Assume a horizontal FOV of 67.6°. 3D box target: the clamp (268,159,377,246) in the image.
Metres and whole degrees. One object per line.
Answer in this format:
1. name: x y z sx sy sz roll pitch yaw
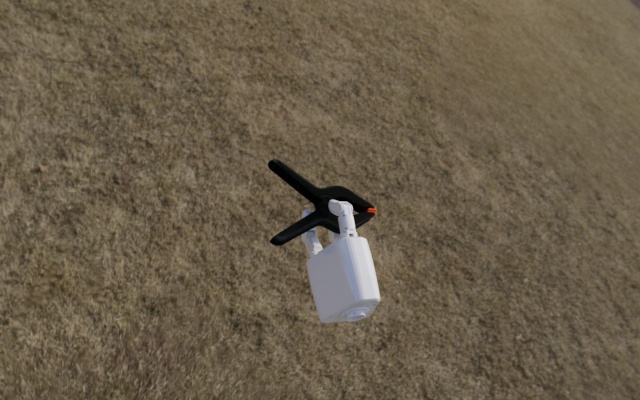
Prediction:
1. clamp: 0.001 0.003 0.850 0.210 0.164 0.036 2 -28 -25
